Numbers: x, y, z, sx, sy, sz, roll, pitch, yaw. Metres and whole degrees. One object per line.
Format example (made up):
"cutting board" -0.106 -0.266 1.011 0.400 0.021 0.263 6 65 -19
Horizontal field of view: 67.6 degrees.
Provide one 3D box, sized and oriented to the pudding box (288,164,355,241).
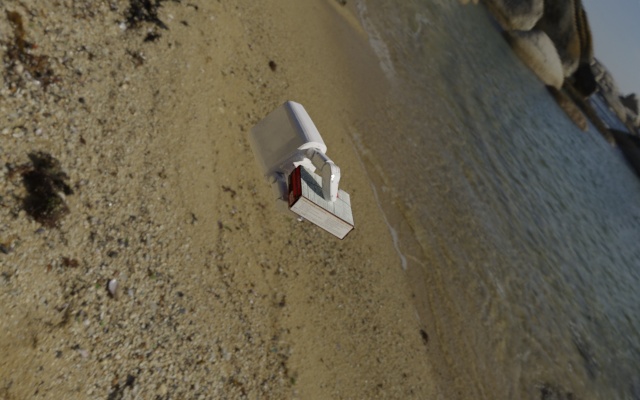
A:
"pudding box" 0.000 0.002 0.776 0.113 0.039 0.090 30 31 -24
